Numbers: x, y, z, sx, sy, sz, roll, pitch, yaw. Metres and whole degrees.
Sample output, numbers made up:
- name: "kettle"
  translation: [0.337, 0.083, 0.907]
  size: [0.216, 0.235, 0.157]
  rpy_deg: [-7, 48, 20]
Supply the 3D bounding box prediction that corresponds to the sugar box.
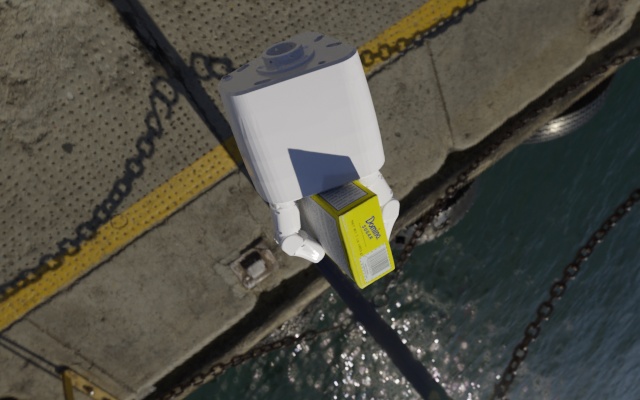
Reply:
- name: "sugar box"
  translation: [0.001, 0.001, 0.479]
  size: [0.048, 0.093, 0.176]
  rpy_deg: [-28, 38, -14]
